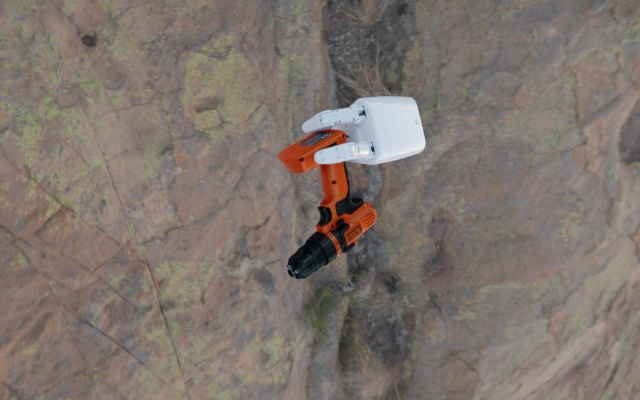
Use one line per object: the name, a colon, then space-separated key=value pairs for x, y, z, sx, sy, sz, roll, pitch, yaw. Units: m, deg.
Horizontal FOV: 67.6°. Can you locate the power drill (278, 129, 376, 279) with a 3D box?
power drill: x=0.000 y=0.002 z=0.710 sx=0.057 sy=0.188 sz=0.184 roll=12 pitch=38 yaw=43
